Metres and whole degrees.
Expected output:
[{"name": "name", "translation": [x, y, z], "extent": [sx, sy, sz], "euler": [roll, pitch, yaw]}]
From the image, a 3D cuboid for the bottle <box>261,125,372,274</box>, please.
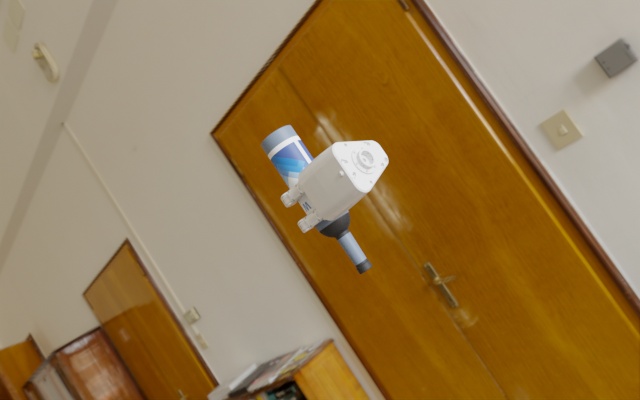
[{"name": "bottle", "translation": [0.000, 0.003, 0.864], "extent": [0.069, 0.295, 0.069], "euler": [-34, -5, -3]}]
